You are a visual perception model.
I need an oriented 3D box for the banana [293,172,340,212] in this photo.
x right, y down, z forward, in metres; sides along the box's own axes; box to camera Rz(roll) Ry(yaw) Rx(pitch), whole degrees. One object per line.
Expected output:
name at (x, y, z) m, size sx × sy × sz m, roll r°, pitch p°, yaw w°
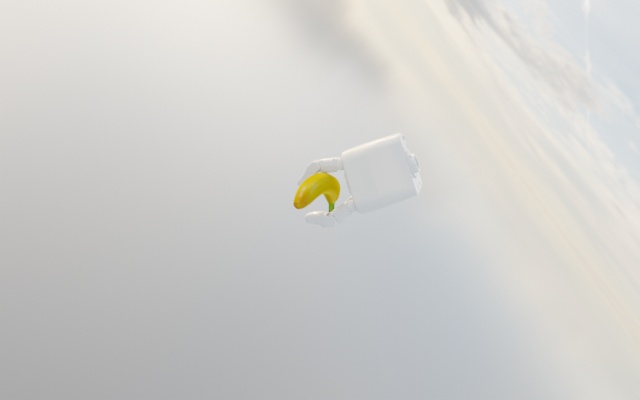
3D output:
banana at (0.001, -0.016, 0.834) m, size 0.037 × 0.069 × 0.198 m, roll 0°, pitch -4°, yaw 20°
